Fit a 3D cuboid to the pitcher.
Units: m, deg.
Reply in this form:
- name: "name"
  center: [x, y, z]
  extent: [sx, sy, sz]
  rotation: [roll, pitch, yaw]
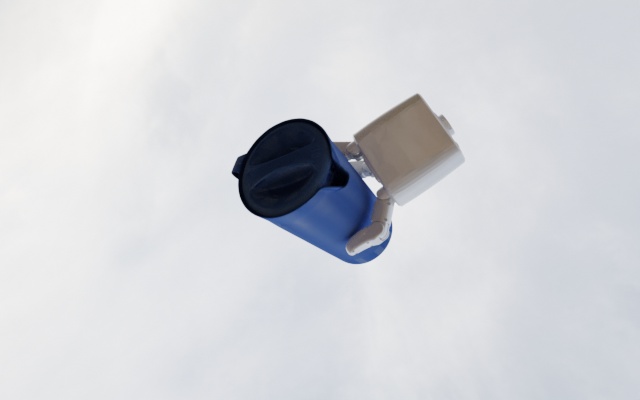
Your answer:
- name: "pitcher"
  center: [0.000, 0.002, 0.664]
  extent: [0.145, 0.149, 0.243]
  rotation: [-35, -37, 11]
